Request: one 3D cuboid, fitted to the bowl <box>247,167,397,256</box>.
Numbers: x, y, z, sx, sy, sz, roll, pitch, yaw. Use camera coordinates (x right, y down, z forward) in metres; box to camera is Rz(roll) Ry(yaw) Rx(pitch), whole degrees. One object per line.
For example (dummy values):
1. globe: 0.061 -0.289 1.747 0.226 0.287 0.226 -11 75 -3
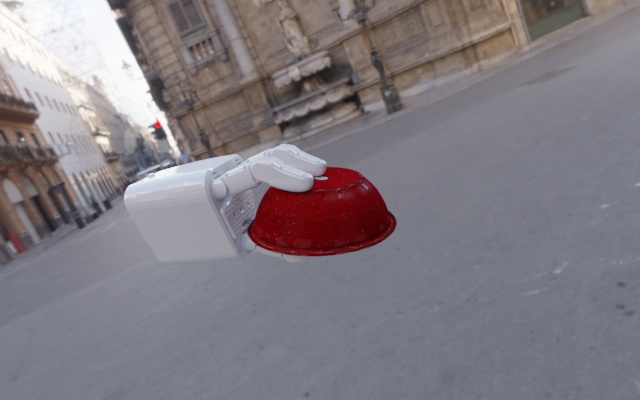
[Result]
1. bowl: 0.001 0.001 0.511 0.162 0.055 0.162 -3 19 1
